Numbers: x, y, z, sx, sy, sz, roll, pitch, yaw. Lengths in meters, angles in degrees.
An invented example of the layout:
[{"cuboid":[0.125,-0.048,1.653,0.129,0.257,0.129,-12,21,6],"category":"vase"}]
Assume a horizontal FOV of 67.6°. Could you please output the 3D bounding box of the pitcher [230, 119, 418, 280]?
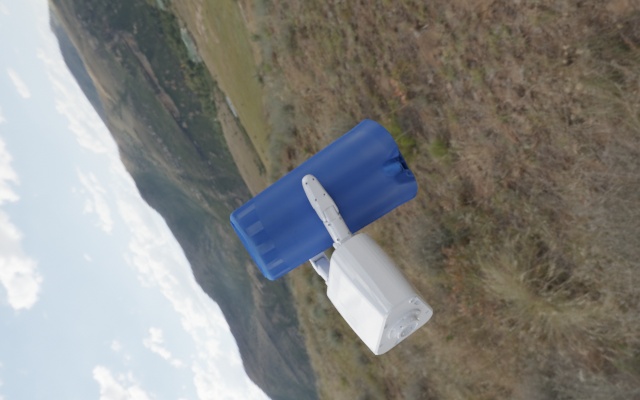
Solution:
[{"cuboid":[0.000,0.002,0.673,0.243,0.145,0.149,-32,-34,-12],"category":"pitcher"}]
